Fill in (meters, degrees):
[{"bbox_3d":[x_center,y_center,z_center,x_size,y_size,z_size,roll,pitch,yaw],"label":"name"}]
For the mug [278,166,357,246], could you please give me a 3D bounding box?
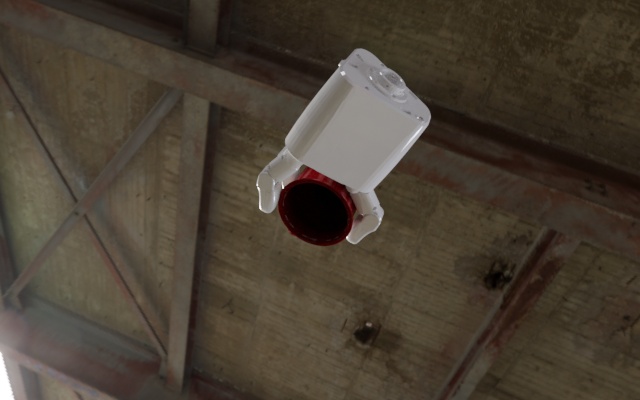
[{"bbox_3d":[-0.001,0.003,0.592,0.117,0.093,0.081,-47,6,38],"label":"mug"}]
